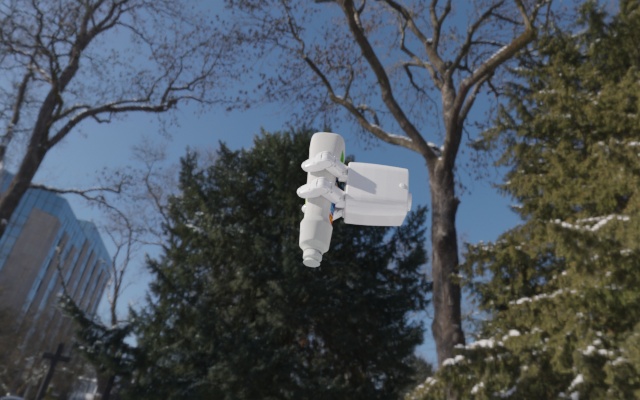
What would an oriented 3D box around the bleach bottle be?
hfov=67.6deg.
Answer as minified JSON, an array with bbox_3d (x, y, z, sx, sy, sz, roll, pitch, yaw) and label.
[{"bbox_3d":[0.000,0.003,0.856,0.068,0.250,0.103,5,-32,4],"label":"bleach bottle"}]
